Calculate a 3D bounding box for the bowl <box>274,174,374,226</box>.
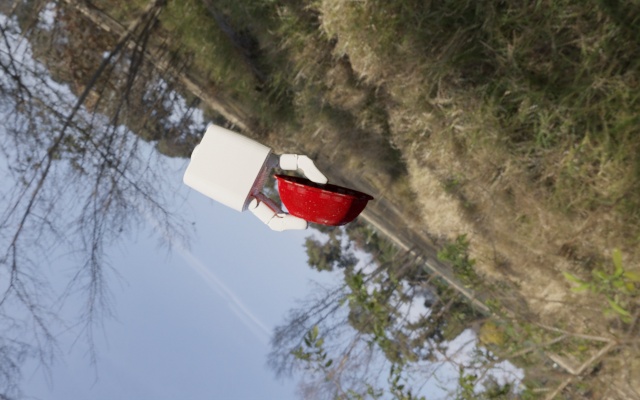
[{"bbox_3d":[0.001,0.003,0.754,0.162,0.055,0.162,12,6,-1],"label":"bowl"}]
